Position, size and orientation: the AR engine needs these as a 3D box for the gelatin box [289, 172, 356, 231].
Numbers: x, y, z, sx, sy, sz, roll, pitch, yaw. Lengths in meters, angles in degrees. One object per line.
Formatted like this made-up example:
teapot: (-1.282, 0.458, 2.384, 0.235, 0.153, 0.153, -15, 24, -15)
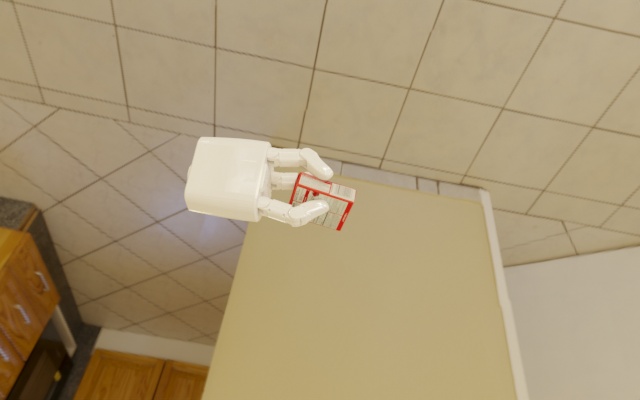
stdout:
gelatin box: (0.000, 0.003, 0.705, 0.089, 0.030, 0.073, 18, -42, -3)
